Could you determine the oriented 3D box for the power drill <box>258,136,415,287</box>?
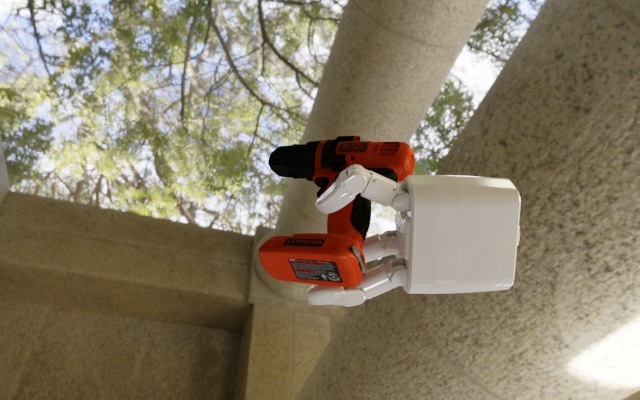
[{"bbox_3d":[0.000,0.001,0.532,0.184,0.187,0.057,1,-42,25],"label":"power drill"}]
